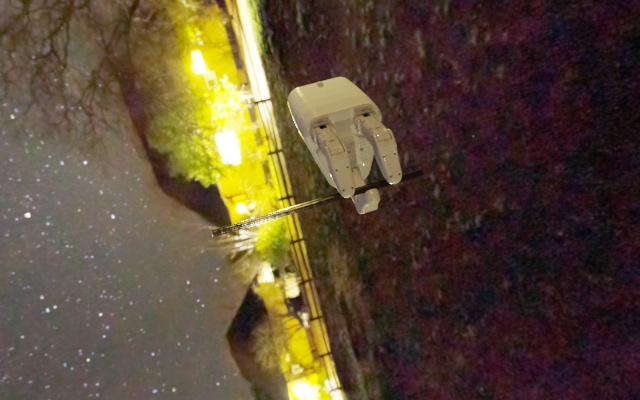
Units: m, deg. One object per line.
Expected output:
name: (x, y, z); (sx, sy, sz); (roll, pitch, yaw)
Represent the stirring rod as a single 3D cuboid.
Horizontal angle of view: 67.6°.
stirring rod: (0.000, 0.002, 0.521); (0.239, 0.011, 0.011); (-16, 2, -8)
